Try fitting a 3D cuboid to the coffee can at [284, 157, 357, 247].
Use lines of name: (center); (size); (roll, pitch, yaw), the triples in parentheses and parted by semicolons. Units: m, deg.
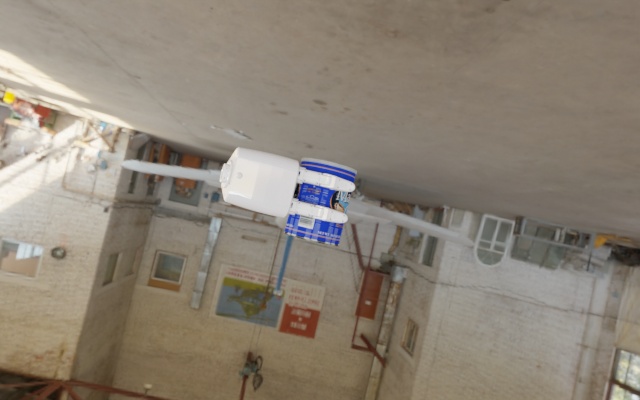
coffee can: (0.000, 0.003, 0.860); (0.103, 0.140, 0.103); (13, -2, 1)
